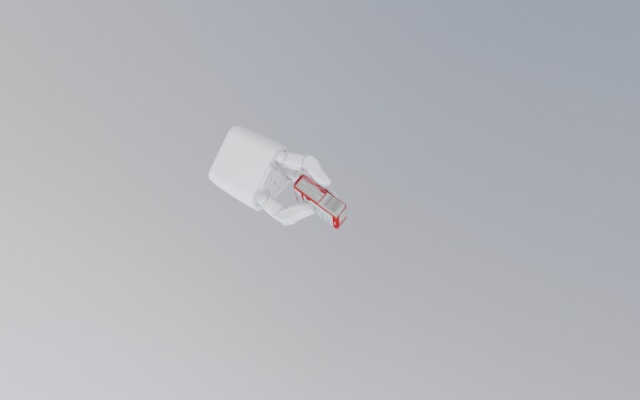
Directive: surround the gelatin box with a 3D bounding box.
[{"bbox_3d":[0.000,0.003,0.770,0.089,0.030,0.073,36,-12,13],"label":"gelatin box"}]
